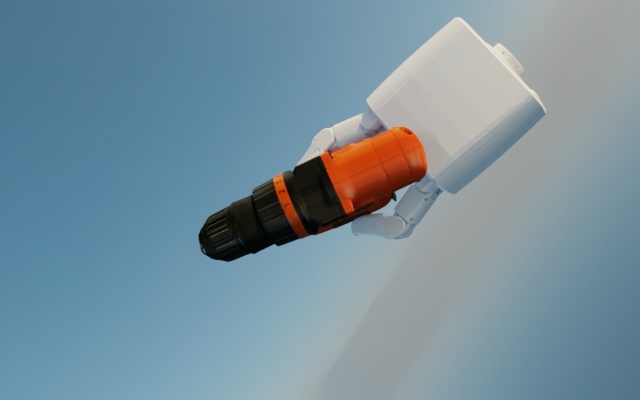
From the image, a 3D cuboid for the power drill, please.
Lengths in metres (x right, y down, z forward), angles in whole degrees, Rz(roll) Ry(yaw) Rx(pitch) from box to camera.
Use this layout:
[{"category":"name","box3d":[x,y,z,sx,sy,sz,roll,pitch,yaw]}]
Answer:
[{"category":"power drill","box3d":[0.000,0.001,0.430,0.184,0.057,0.187,-23,-3,6]}]
